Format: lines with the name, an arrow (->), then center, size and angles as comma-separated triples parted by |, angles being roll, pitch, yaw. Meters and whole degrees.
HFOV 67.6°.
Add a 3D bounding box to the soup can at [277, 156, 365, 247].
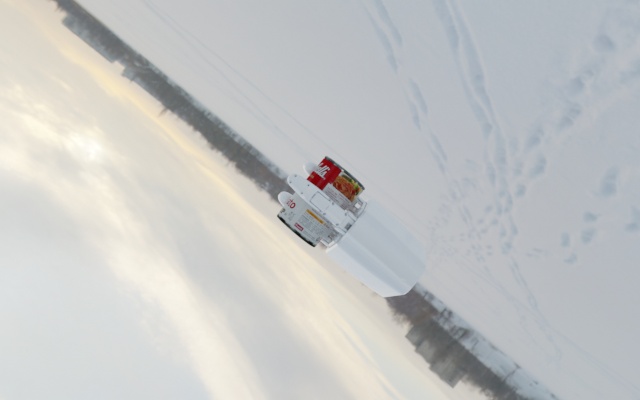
soup can -> 0.000, 0.002, 0.624 | 0.068, 0.102, 0.068 | 40, 0, 0
